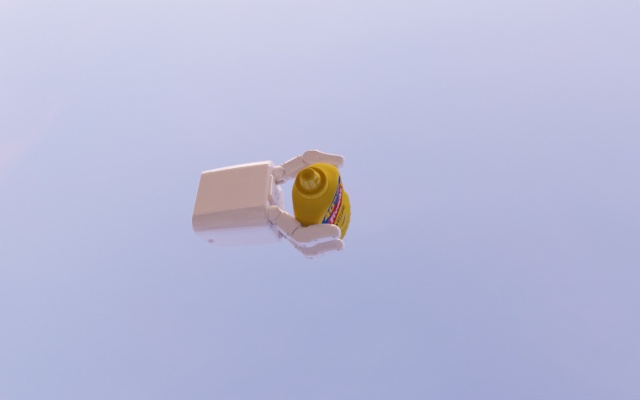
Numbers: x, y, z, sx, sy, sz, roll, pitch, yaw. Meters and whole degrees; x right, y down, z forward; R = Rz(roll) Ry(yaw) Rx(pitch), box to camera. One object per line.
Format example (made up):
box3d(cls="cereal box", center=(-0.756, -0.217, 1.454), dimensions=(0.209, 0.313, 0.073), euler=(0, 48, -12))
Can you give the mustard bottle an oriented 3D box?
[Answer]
box3d(cls="mustard bottle", center=(0.000, 0.002, 0.661), dimensions=(0.058, 0.096, 0.192), euler=(18, -17, 17))
